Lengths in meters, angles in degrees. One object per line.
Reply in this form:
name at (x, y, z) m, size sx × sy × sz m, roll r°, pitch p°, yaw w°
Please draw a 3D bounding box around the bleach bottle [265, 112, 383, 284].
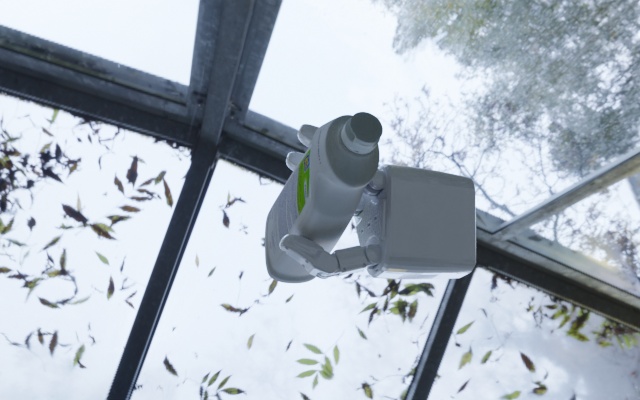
bleach bottle at (0.000, 0.001, 0.480) m, size 0.068 × 0.102 × 0.251 m, roll 3°, pitch -25°, yaw -18°
